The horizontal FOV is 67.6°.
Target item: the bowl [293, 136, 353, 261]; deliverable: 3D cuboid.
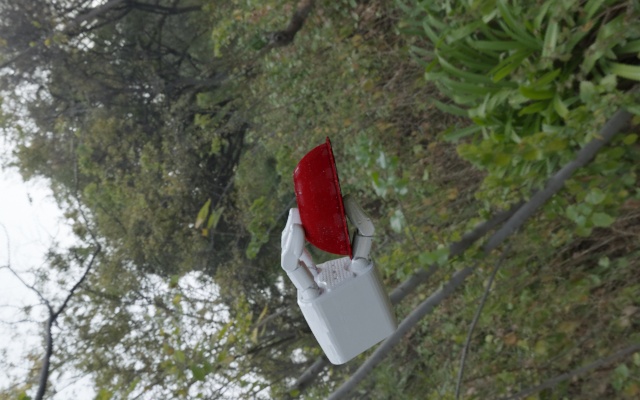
[{"bbox_3d":[-0.001,0.001,0.615,0.055,0.162,0.162,-11,0,1],"label":"bowl"}]
